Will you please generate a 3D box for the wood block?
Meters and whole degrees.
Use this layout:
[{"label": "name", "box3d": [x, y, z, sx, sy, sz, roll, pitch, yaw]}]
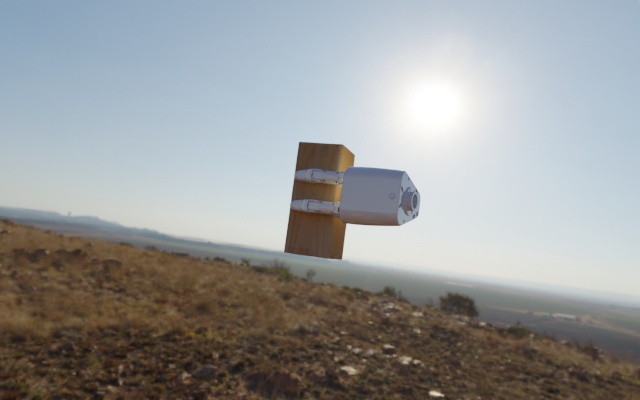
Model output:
[{"label": "wood block", "box3d": [0.001, 0.003, 0.900, 0.090, 0.206, 0.091, 6, -6, 20]}]
